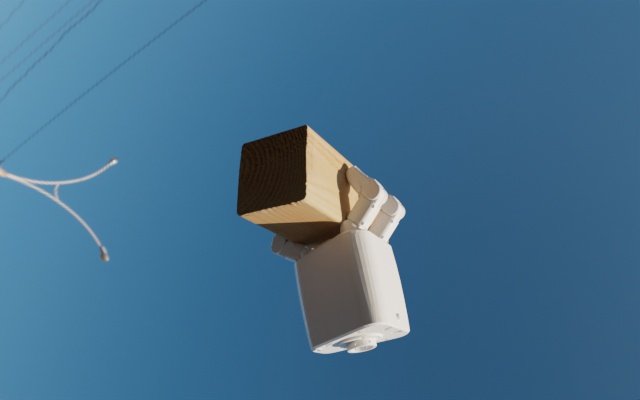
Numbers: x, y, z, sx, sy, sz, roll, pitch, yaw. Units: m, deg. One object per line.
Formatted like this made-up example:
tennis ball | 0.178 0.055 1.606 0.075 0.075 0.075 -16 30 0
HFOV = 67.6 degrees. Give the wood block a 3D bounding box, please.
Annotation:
wood block | 0.000 0.002 0.585 0.091 0.090 0.206 -13 -26 28
